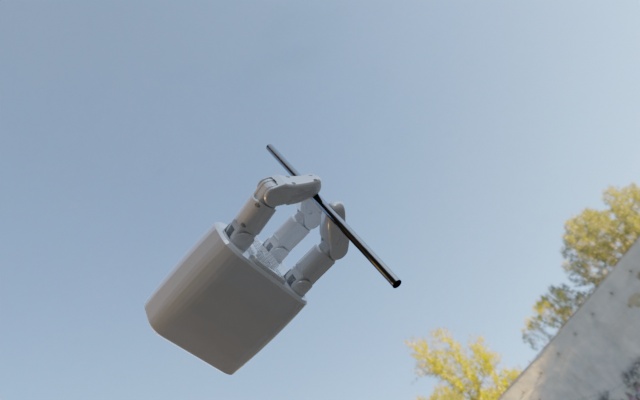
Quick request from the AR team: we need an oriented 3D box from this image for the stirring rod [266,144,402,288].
[{"bbox_3d":[0.000,0.001,0.438,0.011,0.011,0.239,0,30,-33],"label":"stirring rod"}]
